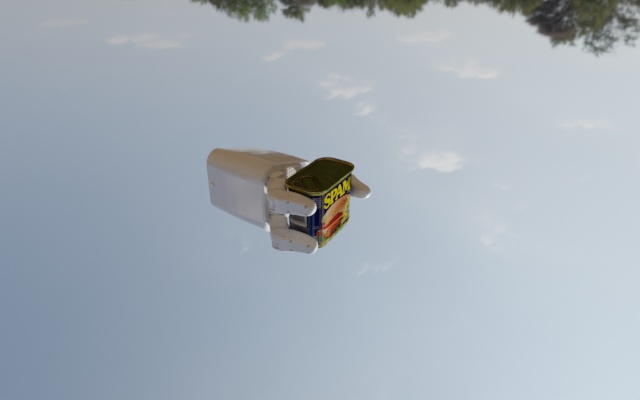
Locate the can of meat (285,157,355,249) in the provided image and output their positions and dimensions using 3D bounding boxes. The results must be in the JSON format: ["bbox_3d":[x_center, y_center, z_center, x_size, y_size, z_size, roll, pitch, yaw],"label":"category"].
[{"bbox_3d":[0.000,0.002,0.620,0.057,0.084,0.102,17,33,26],"label":"can of meat"}]
